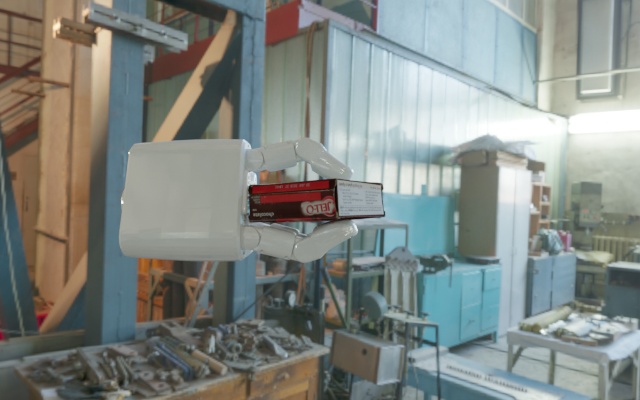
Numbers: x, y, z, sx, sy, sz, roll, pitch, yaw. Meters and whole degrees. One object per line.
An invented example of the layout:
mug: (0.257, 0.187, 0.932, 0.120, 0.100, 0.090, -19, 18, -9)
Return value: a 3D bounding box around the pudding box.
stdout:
pudding box: (0.000, 0.001, 0.450, 0.090, 0.039, 0.113, -2, 0, 28)
